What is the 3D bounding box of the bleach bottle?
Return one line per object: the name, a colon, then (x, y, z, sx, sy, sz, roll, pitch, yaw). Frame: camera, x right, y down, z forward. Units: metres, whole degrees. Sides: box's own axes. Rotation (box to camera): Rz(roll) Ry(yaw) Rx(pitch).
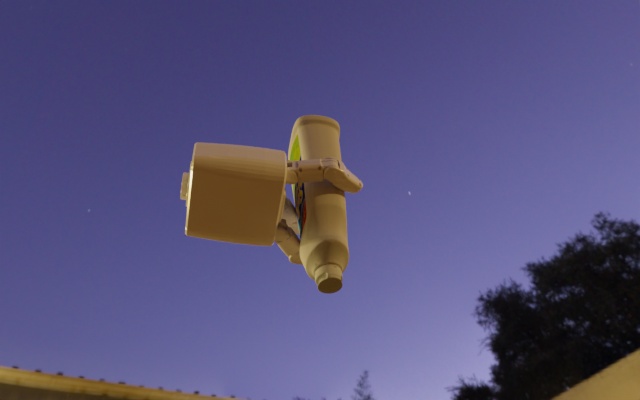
bleach bottle: (0.000, 0.002, 0.607, 0.068, 0.103, 0.250, 5, 42, -12)
